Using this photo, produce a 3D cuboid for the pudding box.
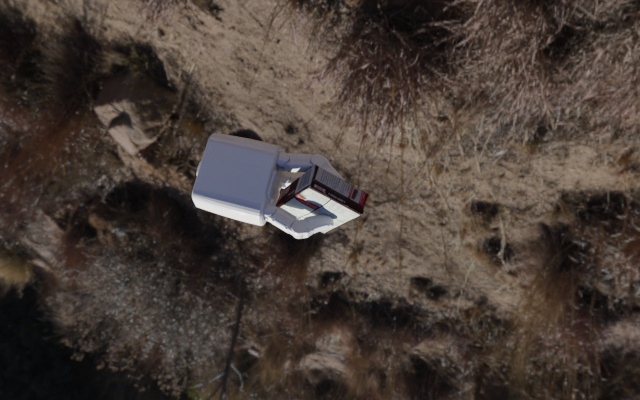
[{"bbox_3d":[0.000,0.002,0.685,0.090,0.039,0.113,27,-27,-19],"label":"pudding box"}]
